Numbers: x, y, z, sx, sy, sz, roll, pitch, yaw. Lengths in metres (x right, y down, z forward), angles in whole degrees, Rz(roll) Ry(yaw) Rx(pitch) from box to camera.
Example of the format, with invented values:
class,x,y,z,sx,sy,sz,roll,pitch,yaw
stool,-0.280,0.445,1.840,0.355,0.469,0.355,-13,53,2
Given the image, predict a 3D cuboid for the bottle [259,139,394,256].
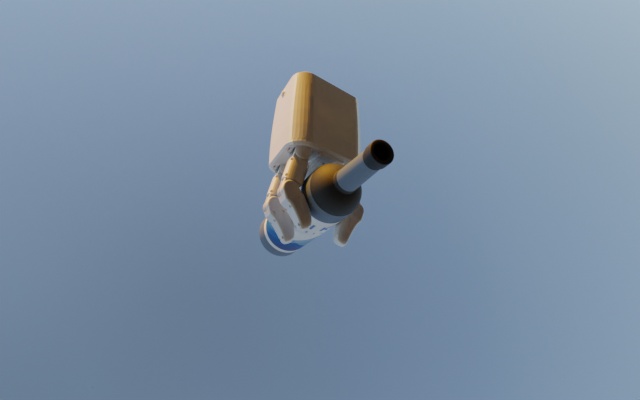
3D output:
class,x,y,z,sx,sy,sz,roll,pitch,yaw
bottle,0.000,0.002,0.586,0.069,0.069,0.296,0,-19,-25
